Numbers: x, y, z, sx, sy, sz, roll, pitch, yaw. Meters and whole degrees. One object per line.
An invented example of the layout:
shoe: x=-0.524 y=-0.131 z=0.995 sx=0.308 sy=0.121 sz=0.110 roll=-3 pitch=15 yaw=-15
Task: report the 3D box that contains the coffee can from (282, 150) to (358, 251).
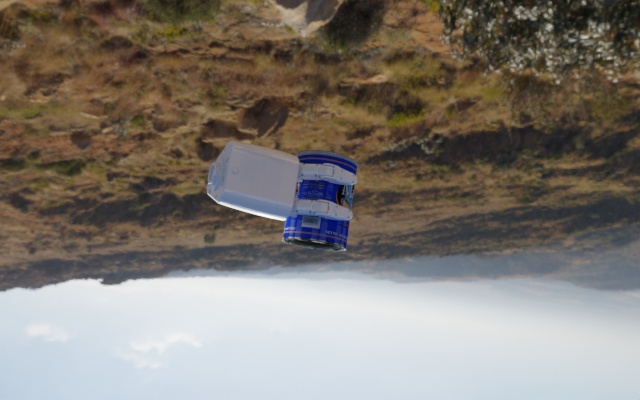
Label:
coffee can: x=0.000 y=0.002 z=0.759 sx=0.103 sy=0.140 sz=0.103 roll=8 pitch=-12 yaw=2
